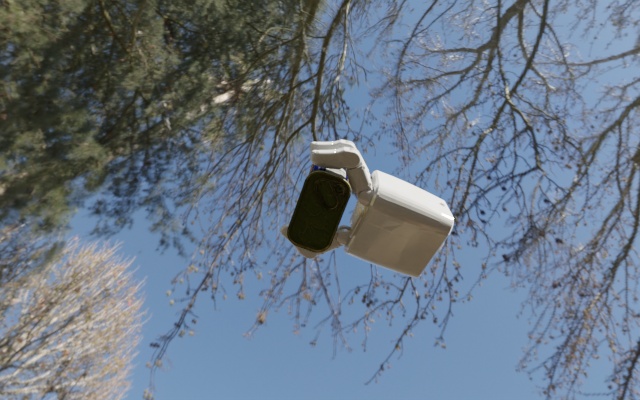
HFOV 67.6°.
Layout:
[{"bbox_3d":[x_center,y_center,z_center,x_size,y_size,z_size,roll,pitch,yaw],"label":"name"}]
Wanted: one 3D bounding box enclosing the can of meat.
[{"bbox_3d":[0.000,0.002,0.611,0.057,0.102,0.084,19,19,-3],"label":"can of meat"}]
